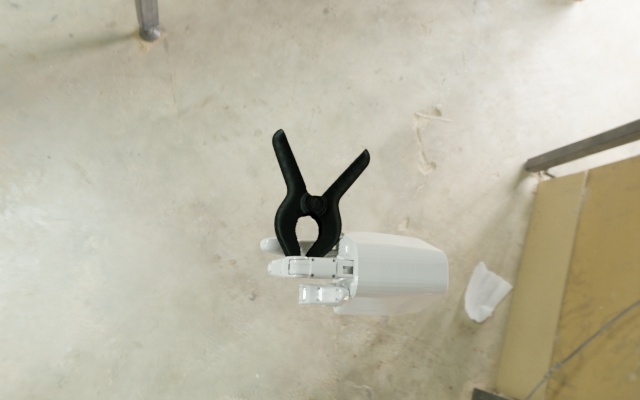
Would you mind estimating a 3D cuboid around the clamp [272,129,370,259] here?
[{"bbox_3d":[0.000,0.002,0.560,0.120,0.171,0.039,2,-10,-5],"label":"clamp"}]
